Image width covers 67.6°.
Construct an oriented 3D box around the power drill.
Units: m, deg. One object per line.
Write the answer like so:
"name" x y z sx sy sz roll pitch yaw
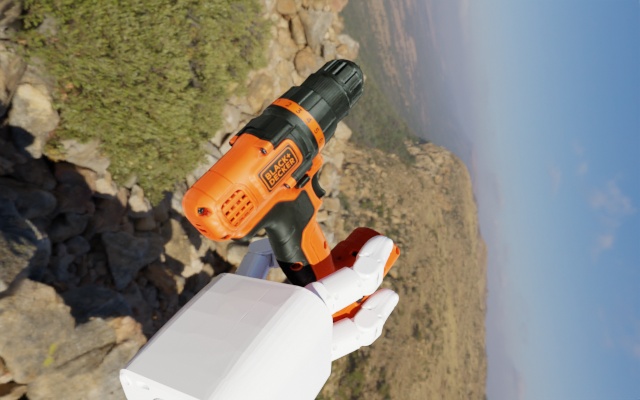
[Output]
"power drill" 0.000 0.002 0.401 0.184 0.188 0.057 -47 36 -21
